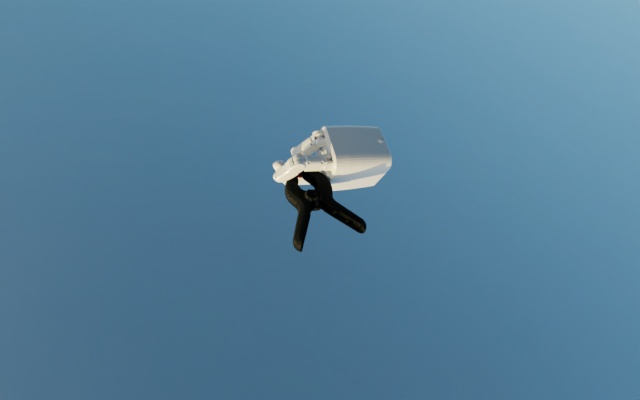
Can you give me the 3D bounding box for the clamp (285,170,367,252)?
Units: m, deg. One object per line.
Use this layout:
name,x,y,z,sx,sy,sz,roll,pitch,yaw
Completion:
clamp,0.000,0.003,0.778,0.120,0.171,0.039,-4,-36,-17
